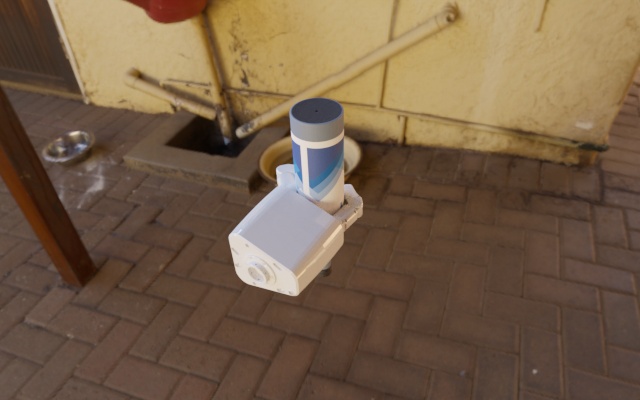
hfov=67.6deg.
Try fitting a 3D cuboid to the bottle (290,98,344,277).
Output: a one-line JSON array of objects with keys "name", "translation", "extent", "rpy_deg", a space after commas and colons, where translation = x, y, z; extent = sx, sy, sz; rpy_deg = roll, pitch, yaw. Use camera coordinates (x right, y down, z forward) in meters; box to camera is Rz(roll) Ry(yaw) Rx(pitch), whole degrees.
[{"name": "bottle", "translation": [0.000, 0.002, 0.677], "extent": [0.069, 0.296, 0.069], "rpy_deg": [-1, 40, 1]}]
